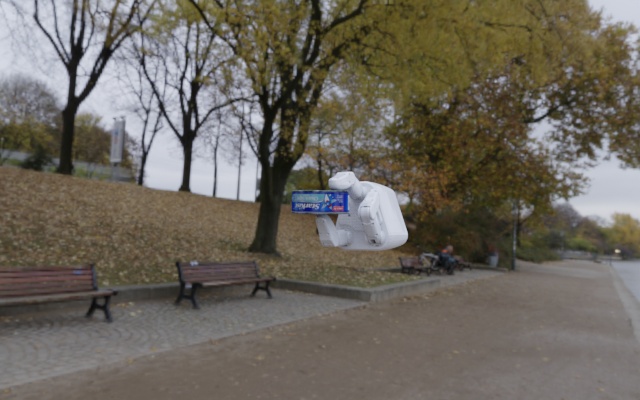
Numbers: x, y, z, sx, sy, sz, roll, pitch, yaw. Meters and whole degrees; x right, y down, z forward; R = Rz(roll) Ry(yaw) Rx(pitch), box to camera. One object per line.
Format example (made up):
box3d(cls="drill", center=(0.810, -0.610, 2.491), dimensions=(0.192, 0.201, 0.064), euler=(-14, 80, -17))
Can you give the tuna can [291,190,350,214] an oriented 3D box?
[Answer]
box3d(cls="tuna can", center=(0.000, 0.002, 0.701), dimensions=(0.086, 0.034, 0.086), euler=(1, 1, 0))
